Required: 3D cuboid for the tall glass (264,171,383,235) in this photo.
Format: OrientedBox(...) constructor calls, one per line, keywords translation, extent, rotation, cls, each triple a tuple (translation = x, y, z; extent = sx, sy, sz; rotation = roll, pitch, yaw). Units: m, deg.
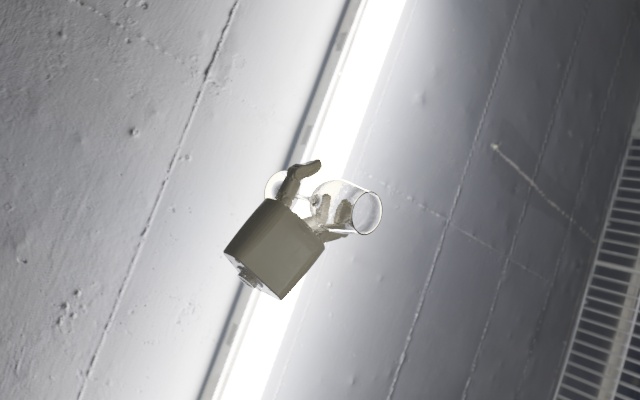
OrientedBox(translation=(0.000, 0.002, 0.729), extent=(0.079, 0.079, 0.201), rotation=(0, 9, -41), cls="tall glass")
